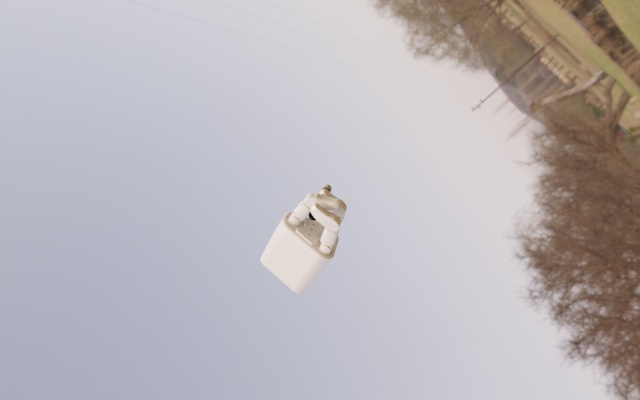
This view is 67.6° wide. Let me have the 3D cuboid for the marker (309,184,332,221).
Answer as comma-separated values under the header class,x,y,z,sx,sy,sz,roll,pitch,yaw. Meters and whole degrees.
class,x,y,z,sx,sy,sz,roll,pitch,yaw
marker,0.000,0.003,0.867,0.020,0.020,0.121,0,26,13
